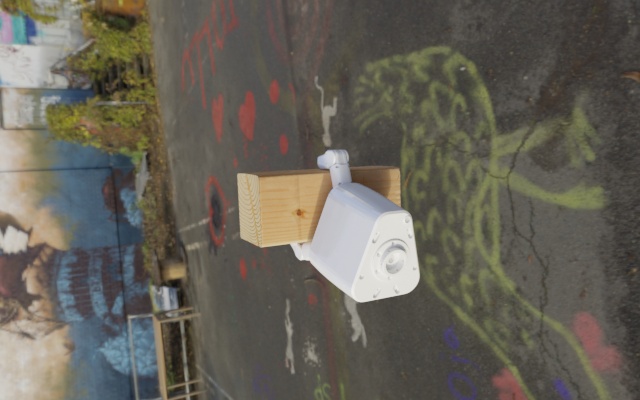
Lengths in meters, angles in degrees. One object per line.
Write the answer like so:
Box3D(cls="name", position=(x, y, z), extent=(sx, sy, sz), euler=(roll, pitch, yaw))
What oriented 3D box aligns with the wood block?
Box3D(cls="wood block", position=(0.000, 0.002, 0.657), extent=(0.206, 0.091, 0.090), euler=(-5, 7, -26))
